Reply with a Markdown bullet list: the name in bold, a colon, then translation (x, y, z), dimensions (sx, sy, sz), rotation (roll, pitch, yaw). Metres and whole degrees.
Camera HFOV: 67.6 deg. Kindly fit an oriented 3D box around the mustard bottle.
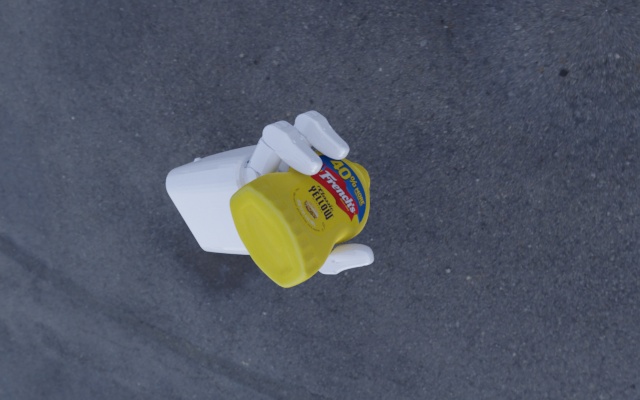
- **mustard bottle**: translation (0.000, 0.002, 0.474), dimensions (0.058, 0.096, 0.191), rotation (-33, 0, 36)
